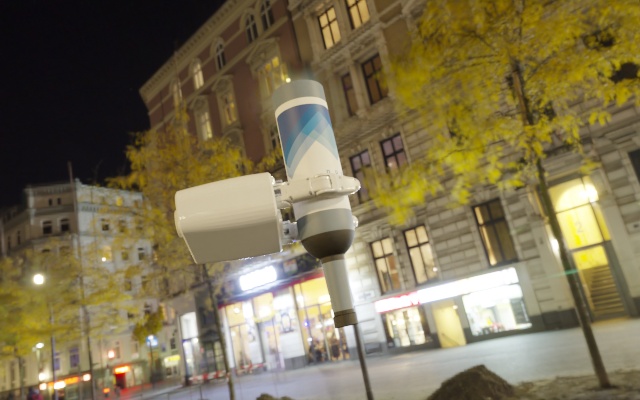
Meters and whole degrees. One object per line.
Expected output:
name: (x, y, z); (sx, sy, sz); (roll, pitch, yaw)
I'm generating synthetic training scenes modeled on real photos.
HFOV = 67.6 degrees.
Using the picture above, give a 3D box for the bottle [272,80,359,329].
bottle: (0.000, 0.002, 0.572); (0.069, 0.295, 0.069); (-11, -15, -3)
